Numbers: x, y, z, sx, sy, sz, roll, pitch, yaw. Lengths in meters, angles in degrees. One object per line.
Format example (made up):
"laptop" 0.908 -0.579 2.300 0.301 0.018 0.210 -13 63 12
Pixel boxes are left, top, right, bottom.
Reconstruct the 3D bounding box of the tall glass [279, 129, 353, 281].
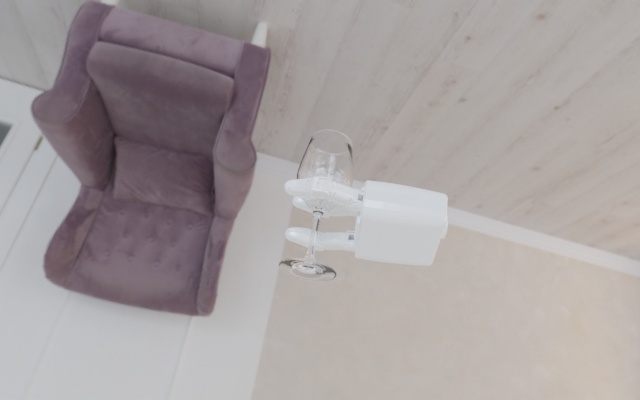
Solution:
"tall glass" 0.000 0.003 0.646 0.079 0.201 0.079 8 -28 4
